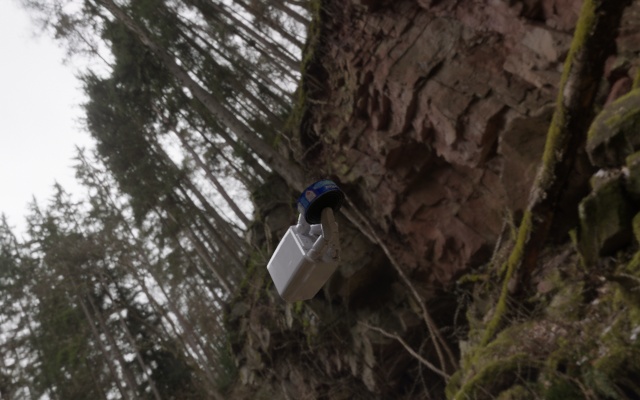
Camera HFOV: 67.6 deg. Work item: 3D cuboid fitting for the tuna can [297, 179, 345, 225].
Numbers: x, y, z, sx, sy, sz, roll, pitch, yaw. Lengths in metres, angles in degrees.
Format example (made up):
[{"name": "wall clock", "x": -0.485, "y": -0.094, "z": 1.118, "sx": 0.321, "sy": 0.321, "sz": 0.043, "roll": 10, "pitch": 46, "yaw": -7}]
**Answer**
[{"name": "tuna can", "x": 0.000, "y": 0.002, "z": 0.872, "sx": 0.086, "sy": 0.086, "sz": 0.033, "roll": 0, "pitch": 41, "yaw": -46}]
